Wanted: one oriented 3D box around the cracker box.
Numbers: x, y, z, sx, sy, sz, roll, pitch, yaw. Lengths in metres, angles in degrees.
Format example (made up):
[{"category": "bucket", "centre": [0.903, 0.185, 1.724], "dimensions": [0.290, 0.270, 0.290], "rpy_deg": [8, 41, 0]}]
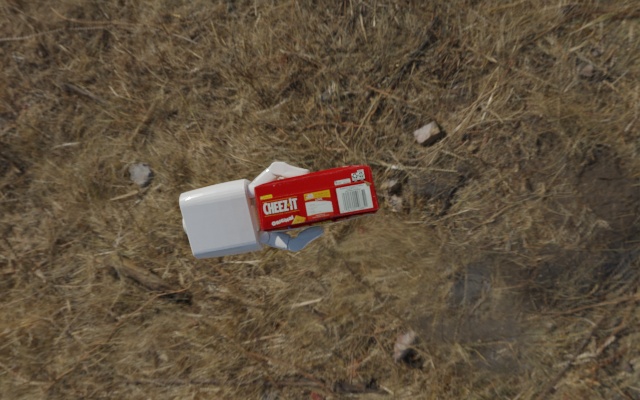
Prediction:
[{"category": "cracker box", "centre": [0.000, 0.003, 0.743], "dimensions": [0.164, 0.072, 0.214], "rpy_deg": [-11, -4, 3]}]
